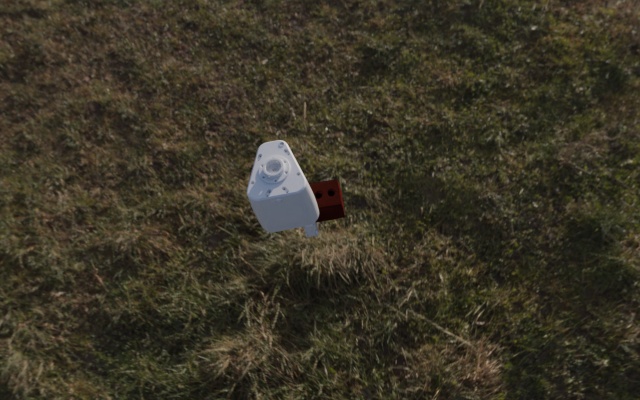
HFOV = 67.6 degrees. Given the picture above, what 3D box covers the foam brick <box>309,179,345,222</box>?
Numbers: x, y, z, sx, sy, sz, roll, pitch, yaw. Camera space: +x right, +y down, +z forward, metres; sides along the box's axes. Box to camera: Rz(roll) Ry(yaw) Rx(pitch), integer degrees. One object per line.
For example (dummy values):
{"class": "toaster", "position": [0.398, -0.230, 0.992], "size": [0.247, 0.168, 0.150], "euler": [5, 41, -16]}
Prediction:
{"class": "foam brick", "position": [0.000, 0.003, 0.834], "size": [0.078, 0.053, 0.051], "euler": [-11, -30, 3]}
